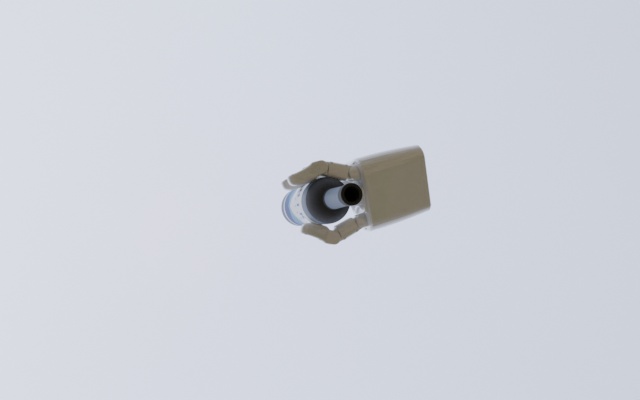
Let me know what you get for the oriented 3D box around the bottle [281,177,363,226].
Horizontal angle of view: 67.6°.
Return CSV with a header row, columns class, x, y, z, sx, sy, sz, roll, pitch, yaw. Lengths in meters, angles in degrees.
class,x,y,z,sx,sy,sz,roll,pitch,yaw
bottle,0.000,0.002,0.705,0.069,0.069,0.296,0,-4,-15
